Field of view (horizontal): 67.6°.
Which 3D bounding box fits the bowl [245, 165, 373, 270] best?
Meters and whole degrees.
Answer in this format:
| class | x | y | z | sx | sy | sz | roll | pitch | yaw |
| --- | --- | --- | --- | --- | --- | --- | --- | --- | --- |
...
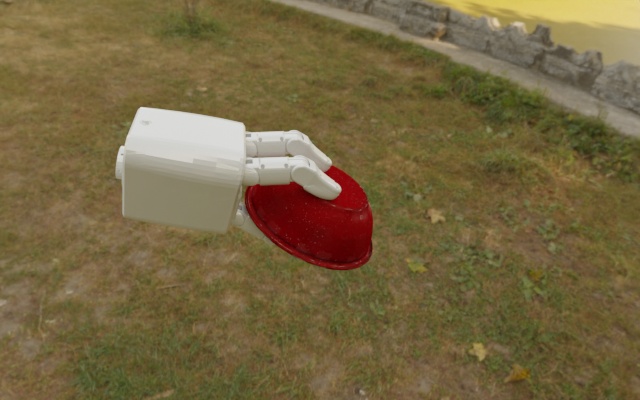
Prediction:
| class | x | y | z | sx | sy | sz | roll | pitch | yaw |
| --- | --- | --- | --- | --- | --- | --- | --- | --- | --- |
| bowl | 0.001 | 0.002 | 0.534 | 0.162 | 0.055 | 0.162 | 23 | 28 | -13 |
